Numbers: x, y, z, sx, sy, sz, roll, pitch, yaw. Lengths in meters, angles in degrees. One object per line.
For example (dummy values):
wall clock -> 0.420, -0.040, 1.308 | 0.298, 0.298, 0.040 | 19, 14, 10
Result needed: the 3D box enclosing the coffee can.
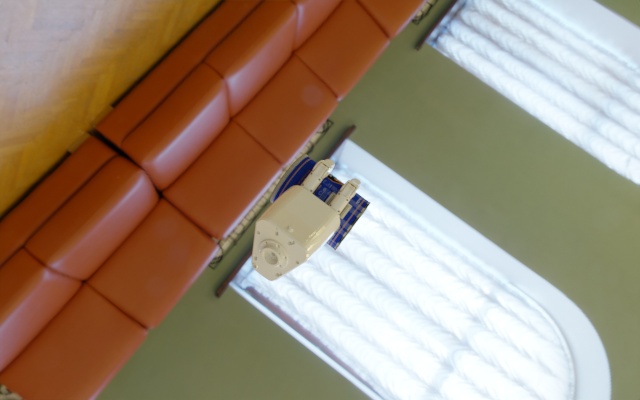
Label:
coffee can -> 0.000, 0.003, 0.817 | 0.140, 0.103, 0.103 | 37, 4, 6
